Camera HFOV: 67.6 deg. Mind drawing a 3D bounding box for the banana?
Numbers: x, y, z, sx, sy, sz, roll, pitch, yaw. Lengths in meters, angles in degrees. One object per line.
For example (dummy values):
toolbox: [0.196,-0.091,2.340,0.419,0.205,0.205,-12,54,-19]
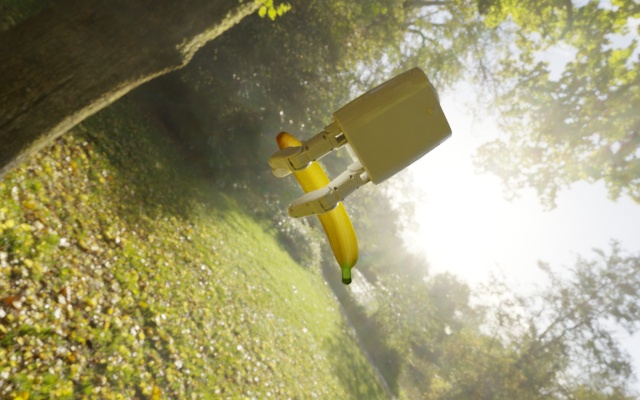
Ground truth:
banana: [0.004,0.003,0.592,0.037,0.198,0.069,-26,2,9]
